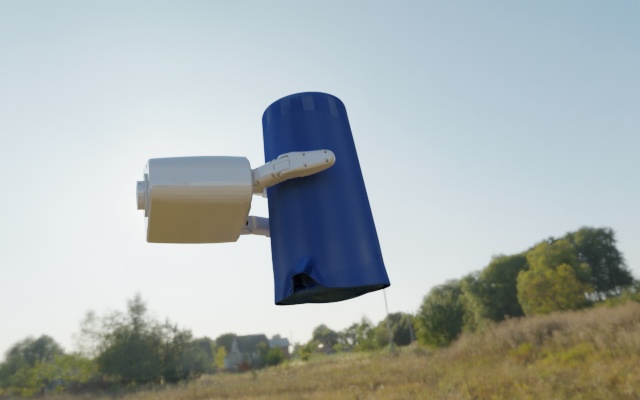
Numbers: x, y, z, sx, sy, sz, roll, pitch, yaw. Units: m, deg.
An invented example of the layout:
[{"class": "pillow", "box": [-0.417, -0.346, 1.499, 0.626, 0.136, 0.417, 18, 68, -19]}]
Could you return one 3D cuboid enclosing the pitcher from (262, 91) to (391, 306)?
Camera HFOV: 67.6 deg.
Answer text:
[{"class": "pitcher", "box": [0.000, 0.002, 0.580, 0.145, 0.242, 0.149, -2, -18, -22]}]
